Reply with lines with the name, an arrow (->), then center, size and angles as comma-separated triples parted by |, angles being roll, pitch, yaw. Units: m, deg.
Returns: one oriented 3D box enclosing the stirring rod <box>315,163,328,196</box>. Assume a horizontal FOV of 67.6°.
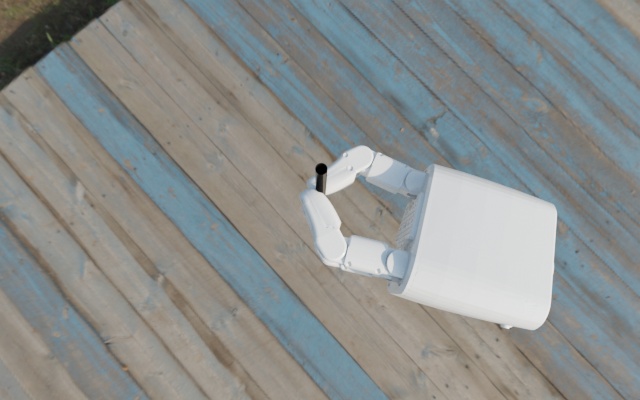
stirring rod -> 0.000, 0.001, 0.425 | 0.011, 0.011, 0.239 | 0, -10, 0
